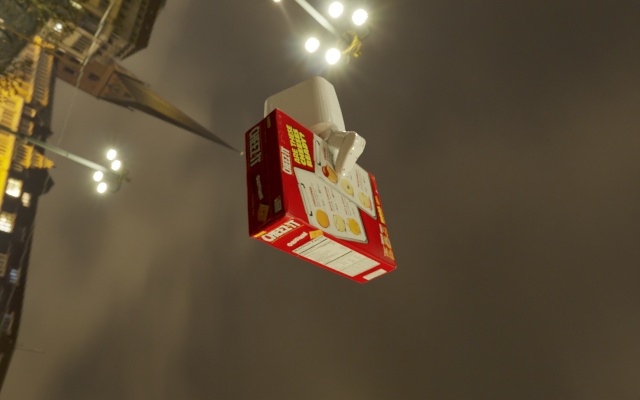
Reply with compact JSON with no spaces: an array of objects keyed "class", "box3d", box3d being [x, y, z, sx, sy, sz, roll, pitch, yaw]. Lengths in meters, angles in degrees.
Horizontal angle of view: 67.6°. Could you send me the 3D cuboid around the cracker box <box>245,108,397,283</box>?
[{"class":"cracker box","box3d":[0.000,0.002,0.634,0.072,0.164,0.214,-32,-41,29]}]
